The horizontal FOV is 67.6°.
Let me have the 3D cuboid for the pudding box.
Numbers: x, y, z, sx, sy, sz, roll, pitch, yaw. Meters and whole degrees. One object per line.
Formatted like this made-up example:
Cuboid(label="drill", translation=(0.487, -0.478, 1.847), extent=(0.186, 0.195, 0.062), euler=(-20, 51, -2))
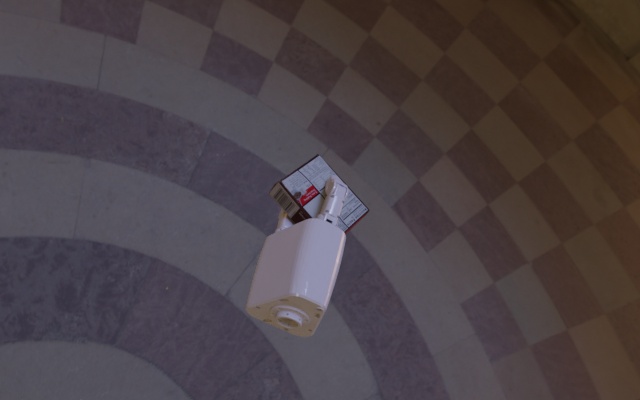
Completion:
Cuboid(label="pudding box", translation=(0.000, 0.002, 0.659), extent=(0.090, 0.113, 0.039), euler=(-38, -4, -40))
